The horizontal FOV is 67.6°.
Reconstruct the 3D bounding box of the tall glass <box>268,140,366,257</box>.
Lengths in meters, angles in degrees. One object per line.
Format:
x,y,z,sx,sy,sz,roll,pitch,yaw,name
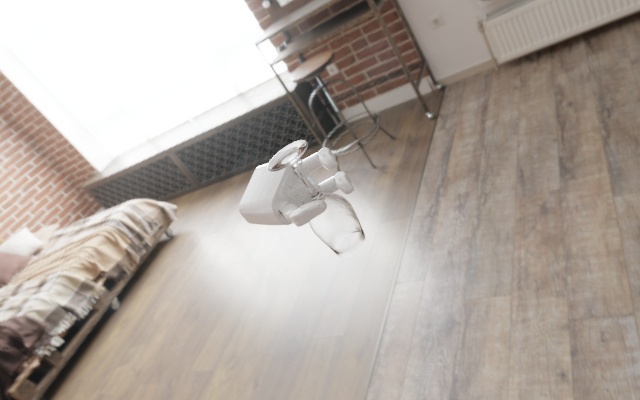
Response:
0.000,0.002,0.782,0.079,0.201,0.079,-28,27,16,tall glass
